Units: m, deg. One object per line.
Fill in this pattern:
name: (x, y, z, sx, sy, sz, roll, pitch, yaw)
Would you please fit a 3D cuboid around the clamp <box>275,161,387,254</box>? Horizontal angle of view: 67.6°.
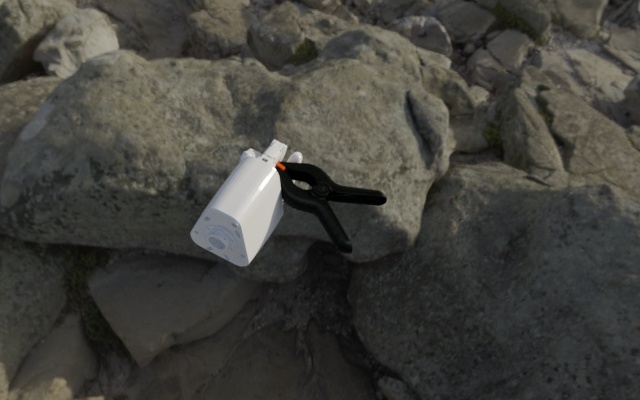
clamp: (0.000, 0.002, 0.681, 0.171, 0.039, 0.120, 22, 46, 8)
